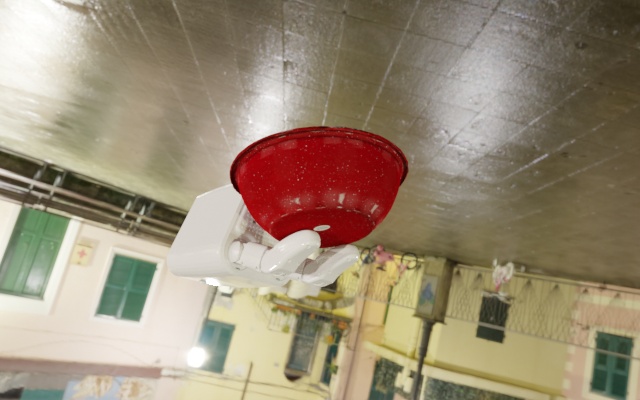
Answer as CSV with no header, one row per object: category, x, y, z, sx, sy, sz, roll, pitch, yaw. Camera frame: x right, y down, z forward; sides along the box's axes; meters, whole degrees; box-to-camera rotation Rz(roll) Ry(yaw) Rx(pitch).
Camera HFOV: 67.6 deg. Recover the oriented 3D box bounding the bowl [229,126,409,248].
bowl,0.001,0.001,0.423,0.162,0.055,0.162,-2,-26,-1
